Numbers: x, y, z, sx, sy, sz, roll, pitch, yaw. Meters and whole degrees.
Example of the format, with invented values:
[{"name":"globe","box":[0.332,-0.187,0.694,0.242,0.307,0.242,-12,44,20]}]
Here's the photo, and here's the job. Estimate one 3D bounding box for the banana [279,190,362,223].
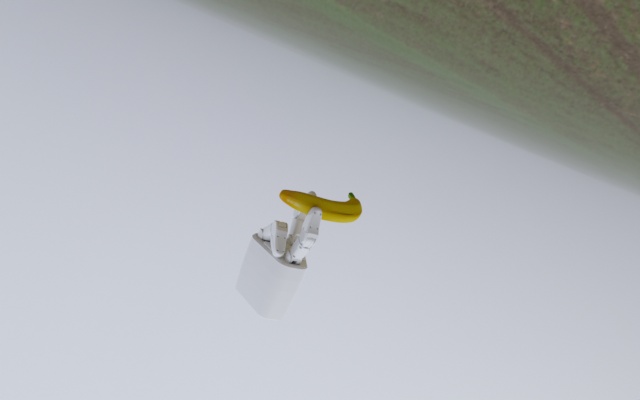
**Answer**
[{"name":"banana","box":[0.015,0.011,0.799,0.069,0.037,0.198,33,17,34]}]
